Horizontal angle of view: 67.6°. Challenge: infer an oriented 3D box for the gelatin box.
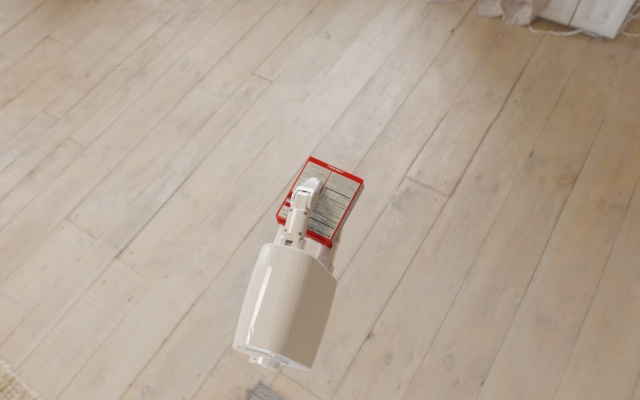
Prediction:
[{"bbox_3d":[0.000,0.001,0.561,0.073,0.089,0.030,25,-16,15],"label":"gelatin box"}]
